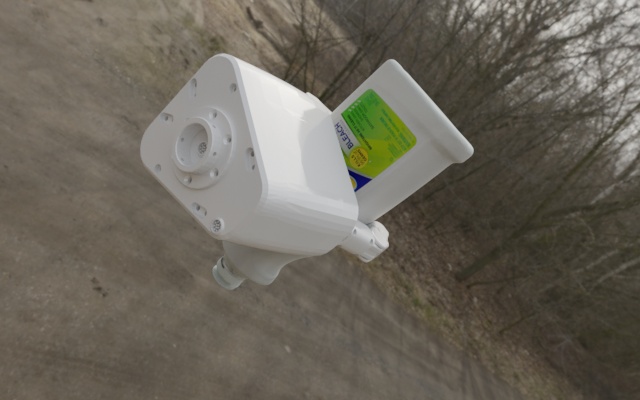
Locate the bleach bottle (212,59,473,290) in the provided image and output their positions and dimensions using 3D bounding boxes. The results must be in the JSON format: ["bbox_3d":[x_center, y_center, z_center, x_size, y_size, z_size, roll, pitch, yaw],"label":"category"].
[{"bbox_3d":[0.000,0.001,0.417,0.251,0.102,0.068,-42,-27,18],"label":"bleach bottle"}]
